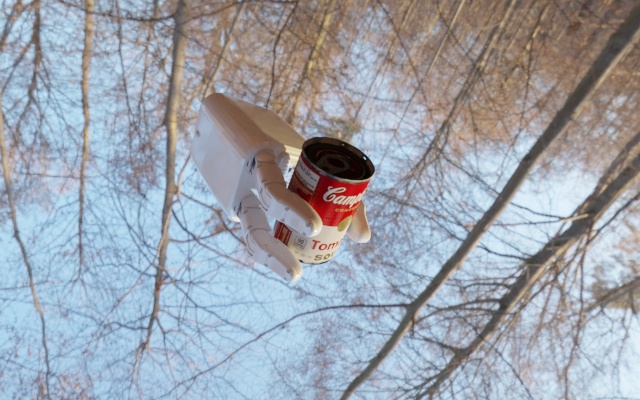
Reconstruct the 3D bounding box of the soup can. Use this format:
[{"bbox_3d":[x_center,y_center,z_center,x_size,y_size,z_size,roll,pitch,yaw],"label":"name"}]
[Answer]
[{"bbox_3d":[0.000,0.002,0.446,0.068,0.102,0.068,16,33,-11],"label":"soup can"}]
